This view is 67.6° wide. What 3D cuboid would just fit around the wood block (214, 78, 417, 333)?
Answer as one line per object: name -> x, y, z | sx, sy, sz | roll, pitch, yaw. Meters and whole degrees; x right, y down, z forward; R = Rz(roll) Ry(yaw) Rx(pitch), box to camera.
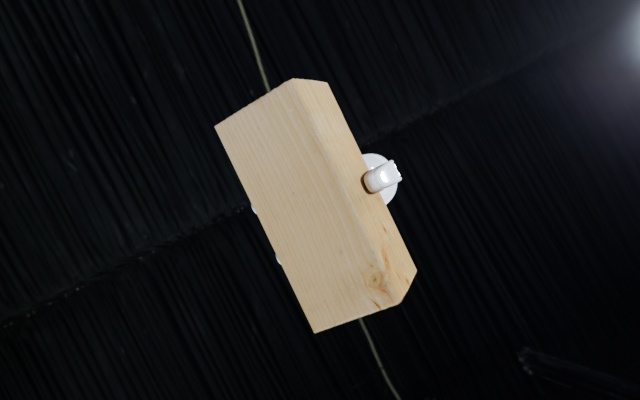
wood block -> 0.001, 0.001, 0.448 | 0.091, 0.206, 0.090 | -26, 1, 24
